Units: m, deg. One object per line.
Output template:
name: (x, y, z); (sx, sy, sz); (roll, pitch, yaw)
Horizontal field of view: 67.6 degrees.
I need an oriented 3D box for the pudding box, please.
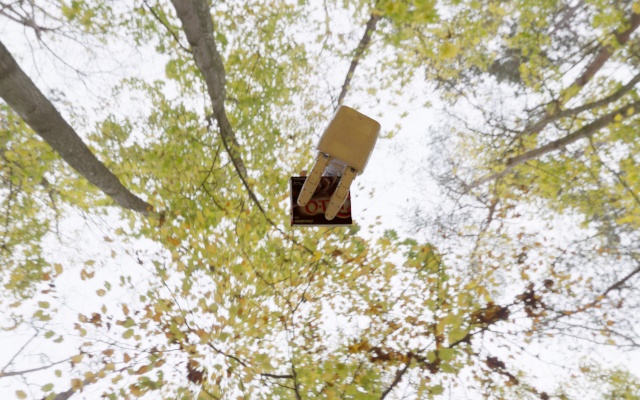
pudding box: (0.000, 0.003, 0.873); (0.113, 0.090, 0.039); (-1, -12, -10)
